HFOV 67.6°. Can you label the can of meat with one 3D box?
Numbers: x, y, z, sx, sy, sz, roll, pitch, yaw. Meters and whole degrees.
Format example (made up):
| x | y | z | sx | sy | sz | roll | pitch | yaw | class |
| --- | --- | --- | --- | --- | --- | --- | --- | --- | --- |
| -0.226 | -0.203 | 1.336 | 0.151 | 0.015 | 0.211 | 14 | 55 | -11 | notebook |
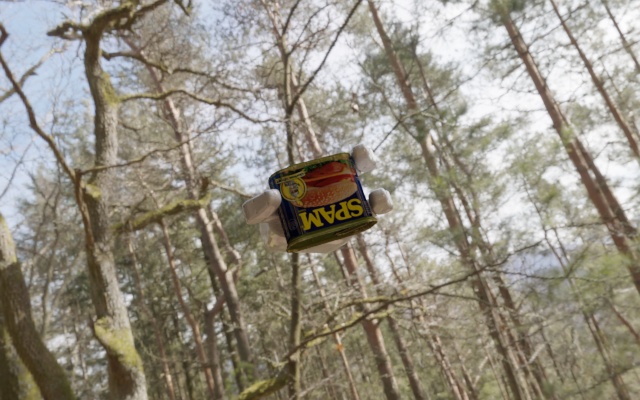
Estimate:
| x | y | z | sx | sy | sz | roll | pitch | yaw | class |
| --- | --- | --- | --- | --- | --- | --- | --- | --- | --- |
| 0.000 | 0.001 | 0.526 | 0.102 | 0.084 | 0.057 | -15 | -14 | -14 | can of meat |
